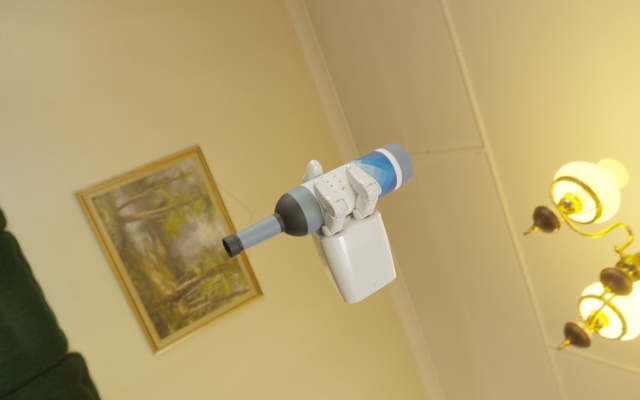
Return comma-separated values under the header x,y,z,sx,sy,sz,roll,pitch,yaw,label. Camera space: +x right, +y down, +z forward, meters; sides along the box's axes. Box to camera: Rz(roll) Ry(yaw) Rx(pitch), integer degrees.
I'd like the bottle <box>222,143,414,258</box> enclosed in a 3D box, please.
x,y,z,sx,sy,sz,roll,pitch,yaw,label
0.000,0.002,0.672,0.295,0.069,0.069,-26,12,-25,bottle
